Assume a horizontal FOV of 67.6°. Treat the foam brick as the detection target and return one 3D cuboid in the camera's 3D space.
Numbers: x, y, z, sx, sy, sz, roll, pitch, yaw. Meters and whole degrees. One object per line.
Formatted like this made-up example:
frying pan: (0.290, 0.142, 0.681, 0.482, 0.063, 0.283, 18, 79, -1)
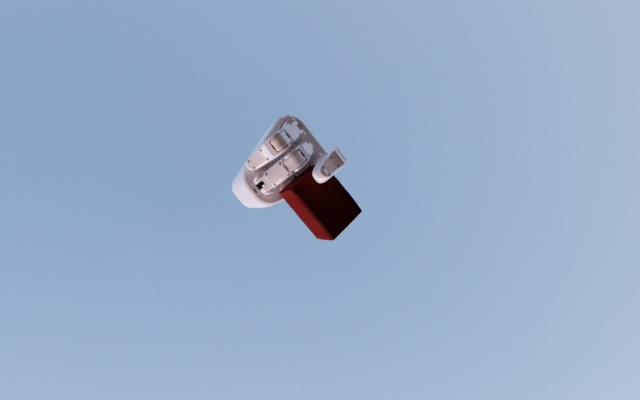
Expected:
foam brick: (0.000, 0.002, 0.566, 0.053, 0.078, 0.051, -42, 10, -19)
